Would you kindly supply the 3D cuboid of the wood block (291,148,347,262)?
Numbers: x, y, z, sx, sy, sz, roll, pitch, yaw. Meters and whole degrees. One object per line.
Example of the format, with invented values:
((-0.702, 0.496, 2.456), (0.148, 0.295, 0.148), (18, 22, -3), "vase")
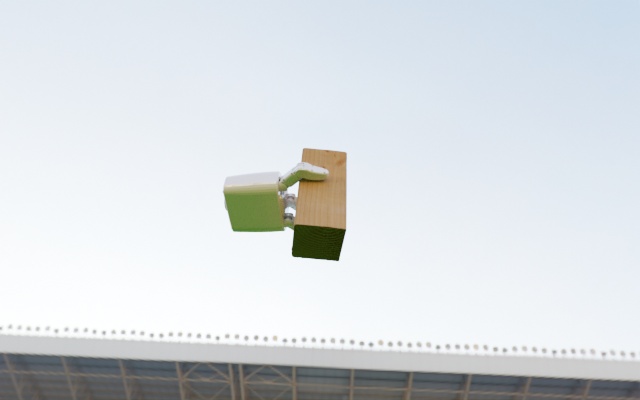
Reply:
((0.000, 0.003, 0.896), (0.090, 0.206, 0.091), (6, -45, -2), "wood block")
